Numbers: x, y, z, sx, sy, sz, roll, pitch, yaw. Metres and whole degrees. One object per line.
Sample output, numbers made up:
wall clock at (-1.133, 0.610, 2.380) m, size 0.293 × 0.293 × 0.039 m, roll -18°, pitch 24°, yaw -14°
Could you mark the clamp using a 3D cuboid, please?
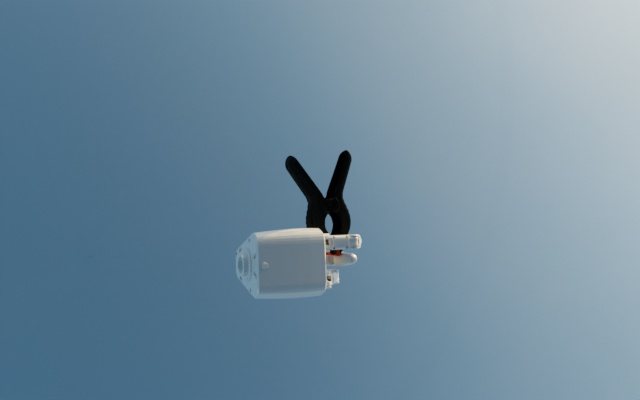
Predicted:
clamp at (0.000, 0.003, 0.749) m, size 0.120 × 0.171 × 0.039 m, roll 0°, pitch -6°, yaw -28°
